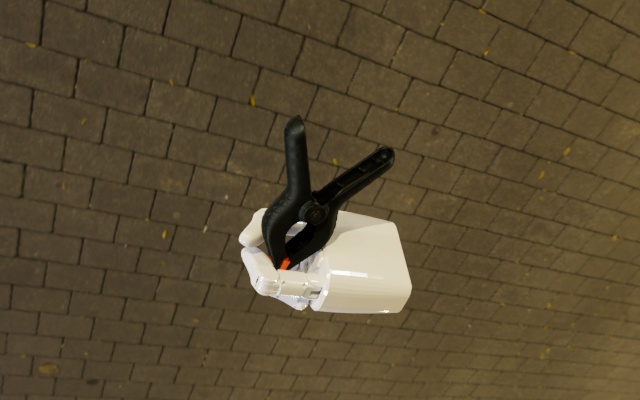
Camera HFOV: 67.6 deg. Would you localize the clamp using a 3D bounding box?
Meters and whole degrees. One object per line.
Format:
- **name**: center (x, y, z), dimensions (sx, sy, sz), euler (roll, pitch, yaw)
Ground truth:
- **clamp**: center (0.000, 0.002, 0.478), dimensions (0.120, 0.171, 0.039), euler (9, 33, -22)
